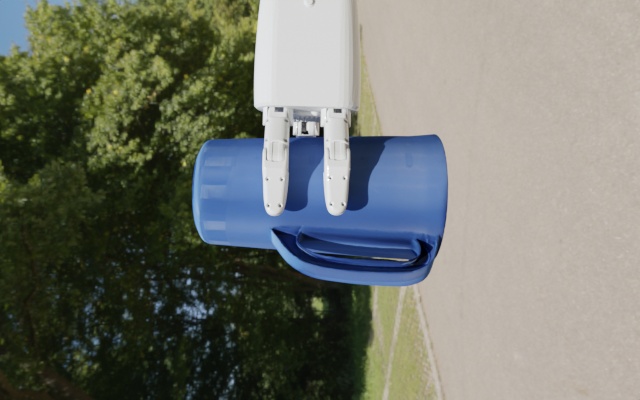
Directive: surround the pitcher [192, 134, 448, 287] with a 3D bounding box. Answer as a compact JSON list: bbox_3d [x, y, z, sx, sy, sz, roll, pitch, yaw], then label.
[{"bbox_3d":[0.000,0.001,0.485,0.243,0.145,0.149,1,1,-1],"label":"pitcher"}]
